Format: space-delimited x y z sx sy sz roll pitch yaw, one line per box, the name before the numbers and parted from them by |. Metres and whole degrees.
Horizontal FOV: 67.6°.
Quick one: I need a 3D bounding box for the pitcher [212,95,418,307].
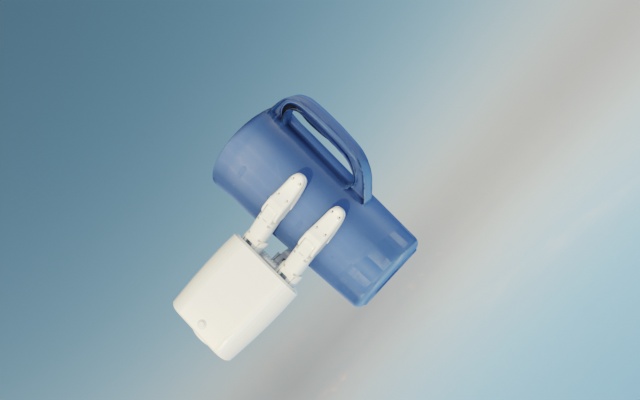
pitcher | 0.000 0.002 0.573 0.243 0.145 0.149 43 -8 12
